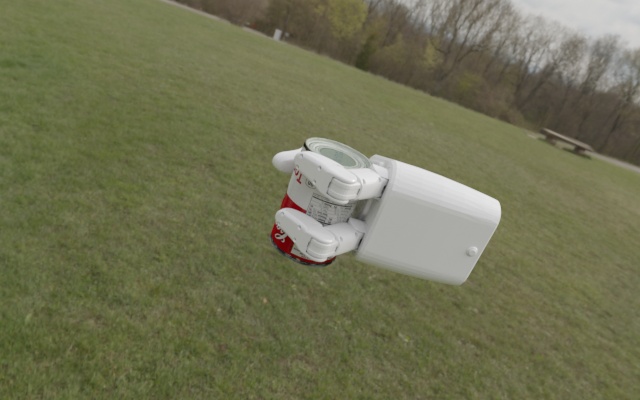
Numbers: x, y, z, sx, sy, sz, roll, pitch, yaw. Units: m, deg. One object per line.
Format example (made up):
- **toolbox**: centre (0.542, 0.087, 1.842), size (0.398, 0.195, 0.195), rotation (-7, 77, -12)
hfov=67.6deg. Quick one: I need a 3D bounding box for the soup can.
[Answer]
- **soup can**: centre (0.000, 0.001, 0.445), size (0.068, 0.102, 0.068), rotation (18, 24, -8)
